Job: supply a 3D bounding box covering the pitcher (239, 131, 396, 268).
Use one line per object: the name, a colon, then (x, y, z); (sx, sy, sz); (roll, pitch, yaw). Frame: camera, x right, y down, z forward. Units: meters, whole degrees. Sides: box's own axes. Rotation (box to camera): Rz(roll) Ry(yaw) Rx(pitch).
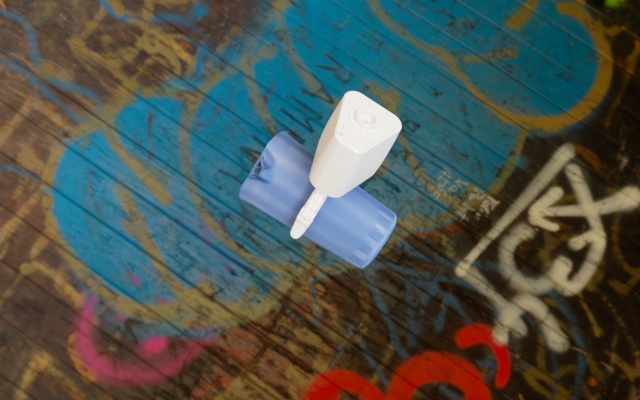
pitcher: (0.000, 0.003, 0.799); (0.243, 0.149, 0.145); (34, -39, 3)
